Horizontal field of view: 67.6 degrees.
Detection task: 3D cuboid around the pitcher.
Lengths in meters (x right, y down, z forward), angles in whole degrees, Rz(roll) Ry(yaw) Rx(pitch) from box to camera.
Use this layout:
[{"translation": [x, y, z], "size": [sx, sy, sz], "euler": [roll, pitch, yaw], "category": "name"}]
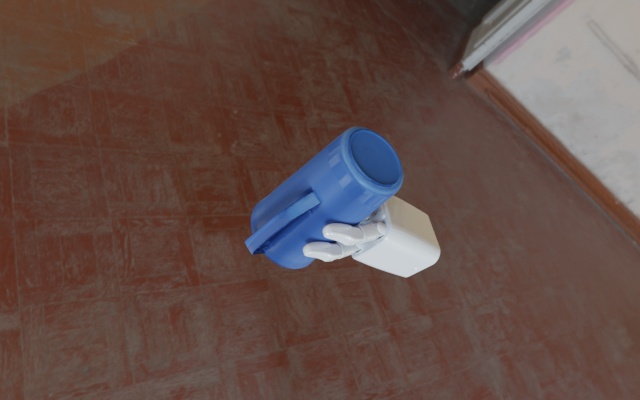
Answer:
[{"translation": [0.000, 0.002, 0.708], "size": [0.145, 0.149, 0.243], "euler": [25, -41, -23], "category": "pitcher"}]
